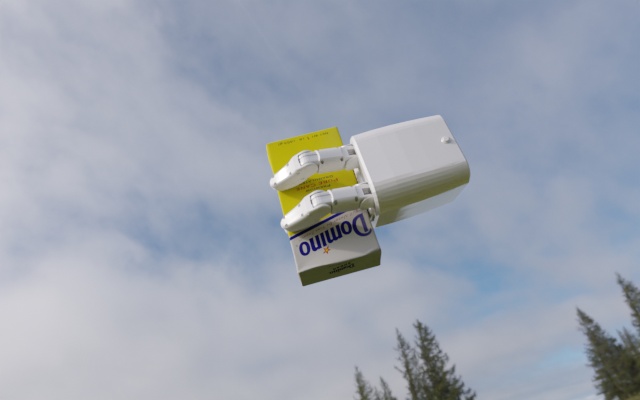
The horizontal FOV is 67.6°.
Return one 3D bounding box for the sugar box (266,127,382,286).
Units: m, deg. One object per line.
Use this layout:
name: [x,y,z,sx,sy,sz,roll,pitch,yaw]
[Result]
sugar box: [0.000,0.001,0.551,0.093,0.176,0.048,-15,-33,-4]
